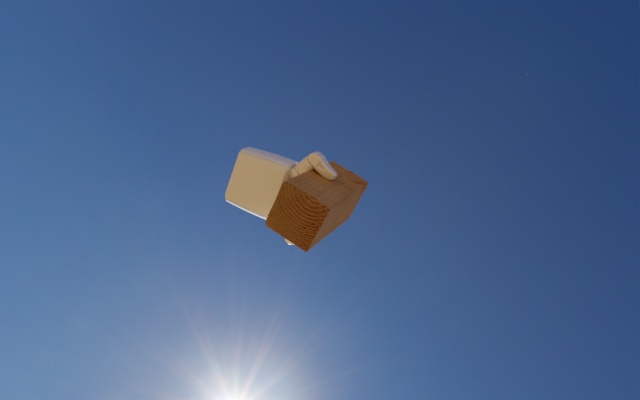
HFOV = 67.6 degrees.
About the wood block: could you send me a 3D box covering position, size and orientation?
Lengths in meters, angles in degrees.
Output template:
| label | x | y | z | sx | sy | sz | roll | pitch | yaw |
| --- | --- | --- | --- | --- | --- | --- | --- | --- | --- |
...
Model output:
| label | x | y | z | sx | sy | sz | roll | pitch | yaw |
| --- | --- | --- | --- | --- | --- | --- | --- | --- | --- |
| wood block | 0.000 | 0.002 | 0.855 | 0.090 | 0.091 | 0.206 | 32 | 24 | 13 |
